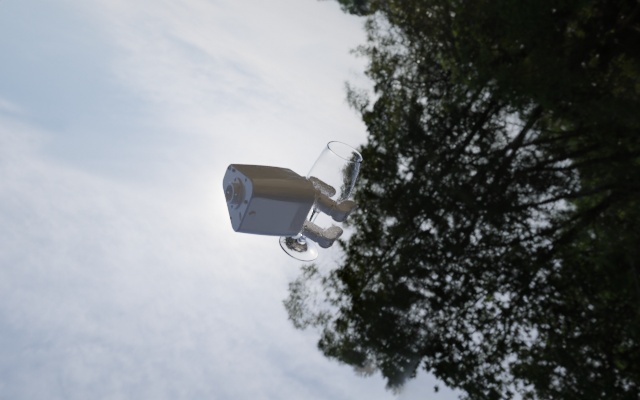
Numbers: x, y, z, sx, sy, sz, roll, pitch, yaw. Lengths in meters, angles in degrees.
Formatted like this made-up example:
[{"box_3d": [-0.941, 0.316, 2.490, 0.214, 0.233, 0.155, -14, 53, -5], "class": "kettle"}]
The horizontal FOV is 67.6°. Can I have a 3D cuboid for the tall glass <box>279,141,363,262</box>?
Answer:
[{"box_3d": [0.000, 0.003, 0.789, 0.079, 0.201, 0.079, 20, 28, -11], "class": "tall glass"}]
